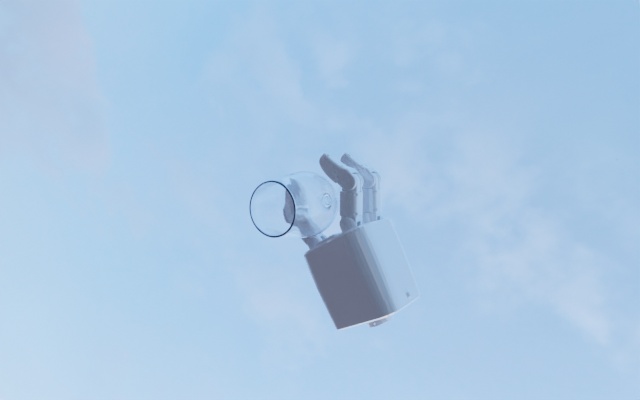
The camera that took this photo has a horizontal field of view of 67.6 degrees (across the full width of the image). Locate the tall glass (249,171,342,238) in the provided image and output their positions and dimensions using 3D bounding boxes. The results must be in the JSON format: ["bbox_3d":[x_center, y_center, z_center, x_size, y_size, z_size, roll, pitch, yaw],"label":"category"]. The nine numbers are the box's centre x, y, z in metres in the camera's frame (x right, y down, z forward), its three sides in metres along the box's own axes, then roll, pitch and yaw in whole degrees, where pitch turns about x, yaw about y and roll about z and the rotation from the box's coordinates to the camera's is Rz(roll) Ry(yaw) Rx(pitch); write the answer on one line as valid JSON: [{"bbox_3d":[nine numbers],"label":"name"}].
[{"bbox_3d":[0.000,0.002,0.592,0.079,0.079,0.201,0,4,32],"label":"tall glass"}]
